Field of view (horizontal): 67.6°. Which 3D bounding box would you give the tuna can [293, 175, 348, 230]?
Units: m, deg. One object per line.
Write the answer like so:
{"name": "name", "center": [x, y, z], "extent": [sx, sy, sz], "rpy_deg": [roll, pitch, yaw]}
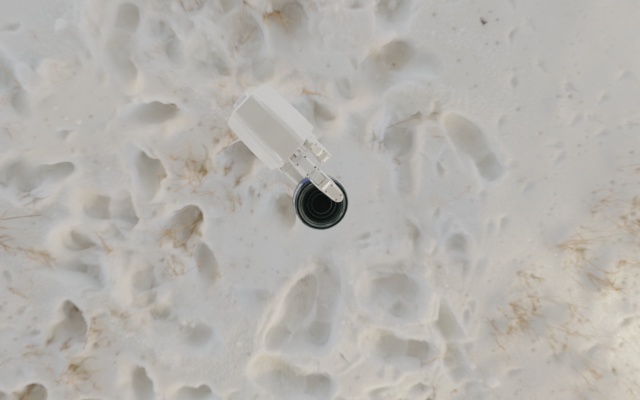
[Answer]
{"name": "tuna can", "center": [0.000, 0.003, 0.751], "extent": [0.086, 0.086, 0.033], "rpy_deg": [0, 11, -9]}
